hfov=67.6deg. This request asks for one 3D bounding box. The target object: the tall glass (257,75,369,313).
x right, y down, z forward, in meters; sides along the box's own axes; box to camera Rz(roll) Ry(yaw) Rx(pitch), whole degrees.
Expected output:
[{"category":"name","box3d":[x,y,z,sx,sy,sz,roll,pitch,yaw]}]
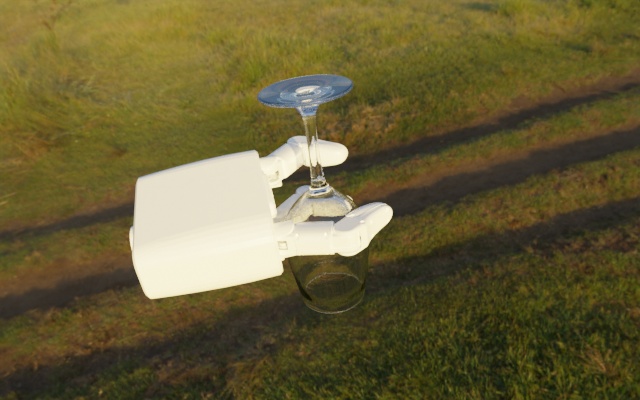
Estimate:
[{"category":"tall glass","box3d":[0.000,0.001,0.411,0.079,0.201,0.079,-6,29,4]}]
